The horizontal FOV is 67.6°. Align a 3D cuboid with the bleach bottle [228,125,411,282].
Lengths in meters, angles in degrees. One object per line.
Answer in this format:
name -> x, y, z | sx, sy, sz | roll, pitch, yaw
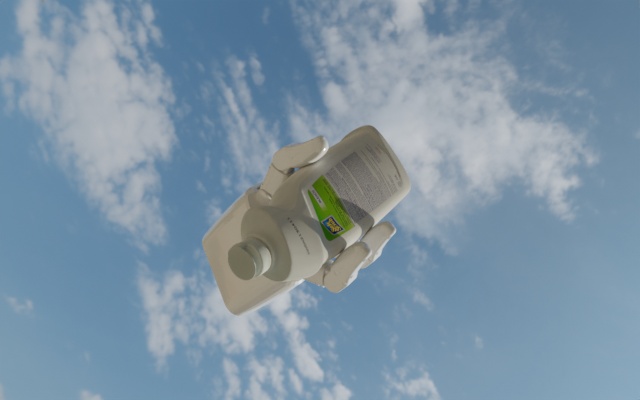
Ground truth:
bleach bottle -> 0.000, 0.002, 0.466 | 0.068, 0.102, 0.250 | -37, -3, 38
